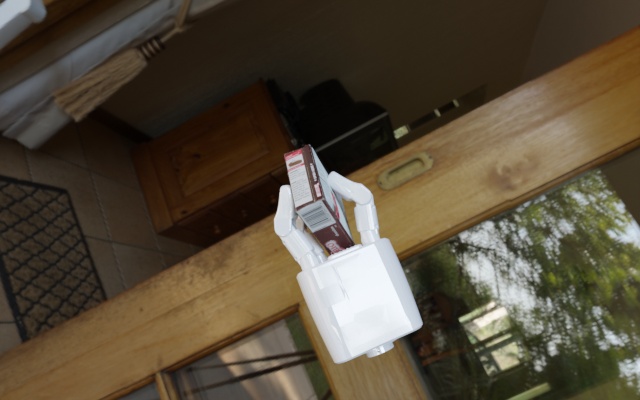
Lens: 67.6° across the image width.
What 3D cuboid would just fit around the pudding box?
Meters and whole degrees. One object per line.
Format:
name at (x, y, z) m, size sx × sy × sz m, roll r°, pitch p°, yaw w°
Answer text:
pudding box at (0.000, 0.002, 0.576) m, size 0.039 × 0.090 × 0.114 m, roll -22°, pitch -39°, yaw 8°
